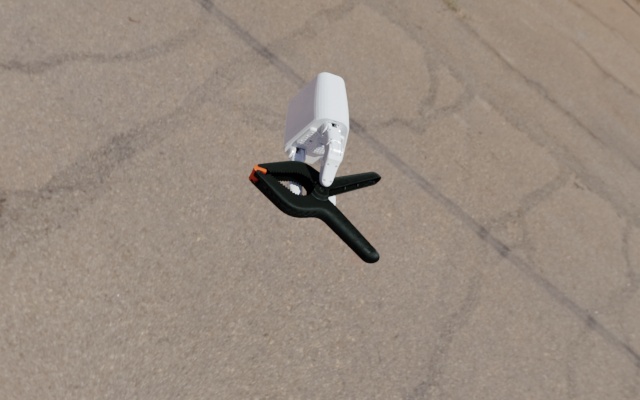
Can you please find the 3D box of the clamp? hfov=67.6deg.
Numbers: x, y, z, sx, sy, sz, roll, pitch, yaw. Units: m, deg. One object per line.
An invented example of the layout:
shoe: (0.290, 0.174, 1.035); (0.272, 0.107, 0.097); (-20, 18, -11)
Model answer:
clamp: (0.000, 0.001, 0.684); (0.210, 0.164, 0.036); (14, -40, -19)
